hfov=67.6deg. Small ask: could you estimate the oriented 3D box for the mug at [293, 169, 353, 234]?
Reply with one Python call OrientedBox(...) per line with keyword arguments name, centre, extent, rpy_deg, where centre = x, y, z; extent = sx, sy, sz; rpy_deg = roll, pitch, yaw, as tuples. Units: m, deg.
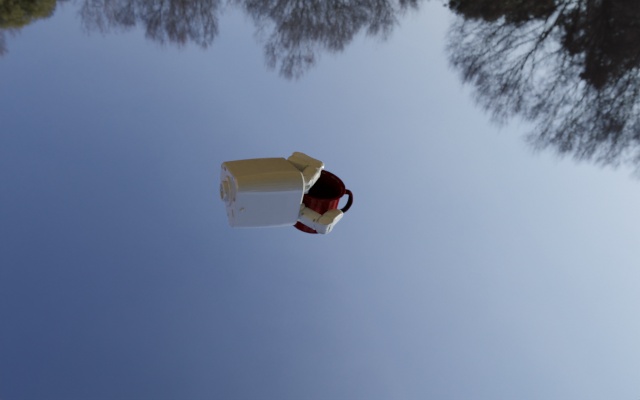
OrientedBox(name="mug", centre=(0.001, 0.003, 0.829), extent=(0.117, 0.082, 0.093), rpy_deg=(-1, 39, -21))
